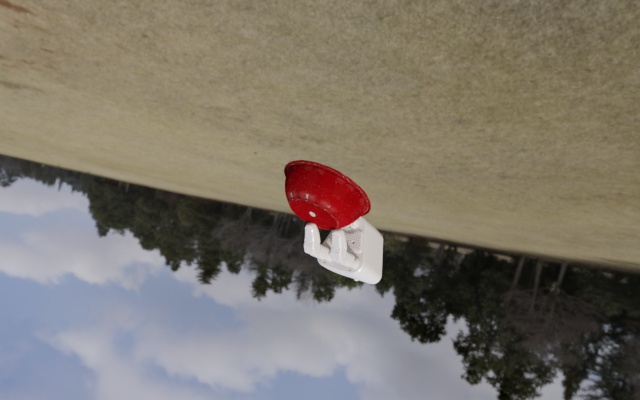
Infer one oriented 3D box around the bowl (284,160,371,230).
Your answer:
[{"bbox_3d":[-0.001,0.002,0.798,0.162,0.055,0.162,23,-24,11],"label":"bowl"}]
